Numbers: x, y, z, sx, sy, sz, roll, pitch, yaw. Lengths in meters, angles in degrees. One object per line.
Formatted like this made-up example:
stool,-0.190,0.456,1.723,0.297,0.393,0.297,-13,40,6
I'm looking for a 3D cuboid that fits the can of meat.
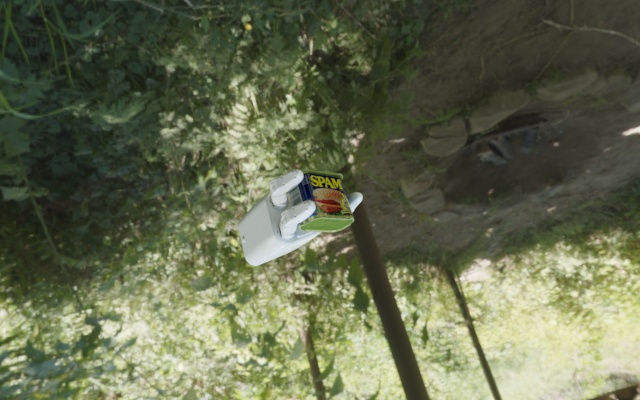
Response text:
can of meat,0.000,0.003,0.765,0.102,0.084,0.057,6,-30,-43
